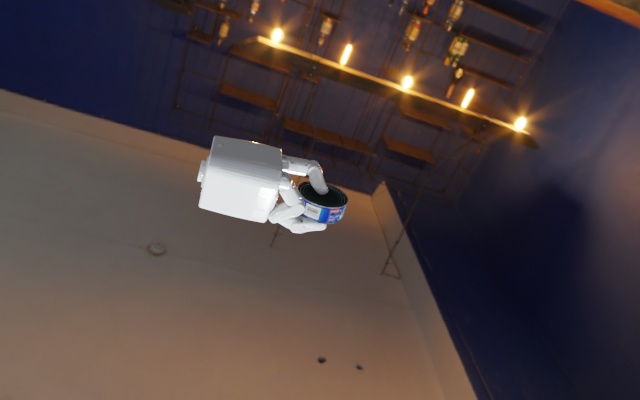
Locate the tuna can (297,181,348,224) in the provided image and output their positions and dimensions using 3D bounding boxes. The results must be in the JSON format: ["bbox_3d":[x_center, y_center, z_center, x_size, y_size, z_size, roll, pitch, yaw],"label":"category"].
[{"bbox_3d":[0.000,0.003,0.789,0.086,0.034,0.086,13,27,-7],"label":"tuna can"}]
